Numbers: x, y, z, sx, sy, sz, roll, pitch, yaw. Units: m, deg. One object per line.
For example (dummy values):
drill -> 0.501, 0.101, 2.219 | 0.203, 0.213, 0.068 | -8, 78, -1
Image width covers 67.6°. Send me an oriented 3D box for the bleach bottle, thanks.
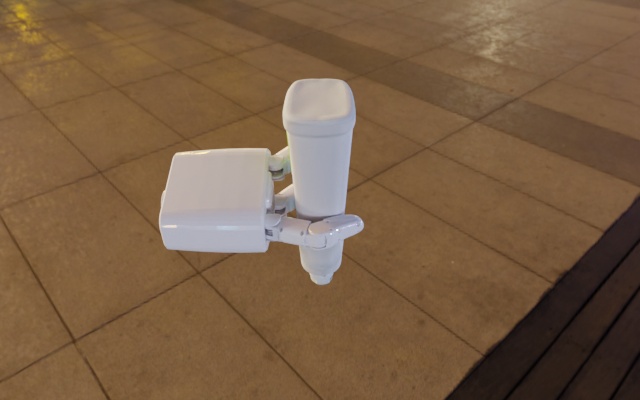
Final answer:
bleach bottle -> 0.000, 0.002, 0.527 | 0.068, 0.251, 0.102 | 0, 37, 1
